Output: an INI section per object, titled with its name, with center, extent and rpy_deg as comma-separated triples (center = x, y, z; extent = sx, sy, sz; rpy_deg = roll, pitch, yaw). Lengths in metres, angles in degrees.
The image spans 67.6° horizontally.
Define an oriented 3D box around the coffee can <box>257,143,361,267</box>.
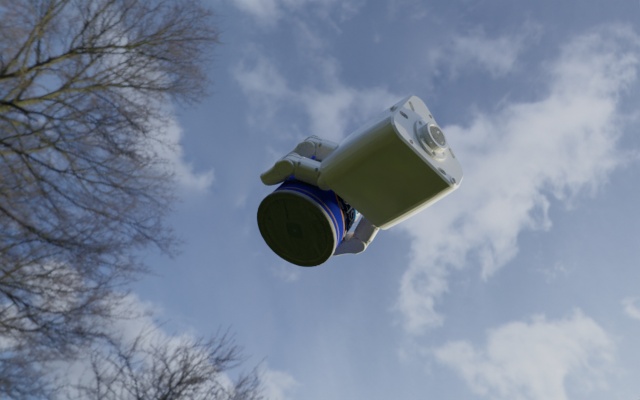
[coffee can]
center = 0.000, 0.002, 0.602
extent = 0.103, 0.103, 0.140
rpy_deg = 0, 29, 30
